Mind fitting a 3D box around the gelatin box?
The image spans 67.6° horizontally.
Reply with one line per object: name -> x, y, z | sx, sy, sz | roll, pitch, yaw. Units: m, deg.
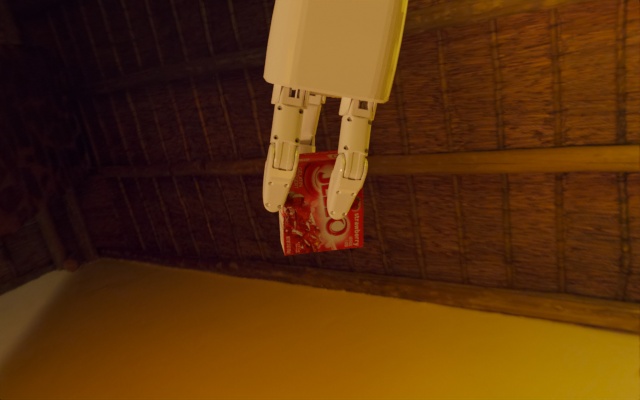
gelatin box -> 0.000, 0.002, 0.423 | 0.073, 0.089, 0.030 | -6, 24, -9
